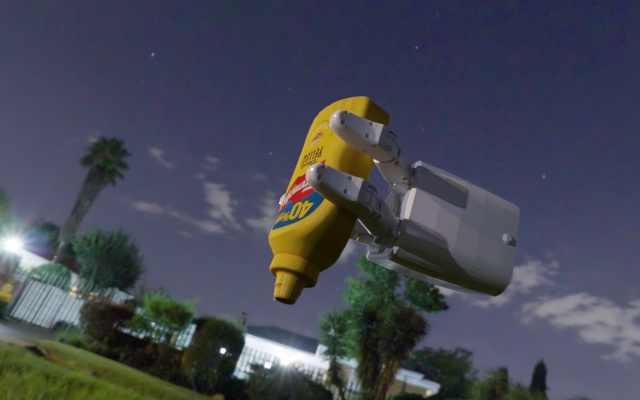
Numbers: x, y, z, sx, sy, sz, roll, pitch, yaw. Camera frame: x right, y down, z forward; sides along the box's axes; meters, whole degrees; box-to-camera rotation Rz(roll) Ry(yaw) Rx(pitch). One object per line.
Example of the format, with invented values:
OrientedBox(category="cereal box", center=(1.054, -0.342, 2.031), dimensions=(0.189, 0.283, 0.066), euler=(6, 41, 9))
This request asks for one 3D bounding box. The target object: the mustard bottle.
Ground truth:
OrientedBox(category="mustard bottle", center=(0.000, 0.001, 0.428), dimensions=(0.058, 0.191, 0.096), euler=(34, -30, -26))
